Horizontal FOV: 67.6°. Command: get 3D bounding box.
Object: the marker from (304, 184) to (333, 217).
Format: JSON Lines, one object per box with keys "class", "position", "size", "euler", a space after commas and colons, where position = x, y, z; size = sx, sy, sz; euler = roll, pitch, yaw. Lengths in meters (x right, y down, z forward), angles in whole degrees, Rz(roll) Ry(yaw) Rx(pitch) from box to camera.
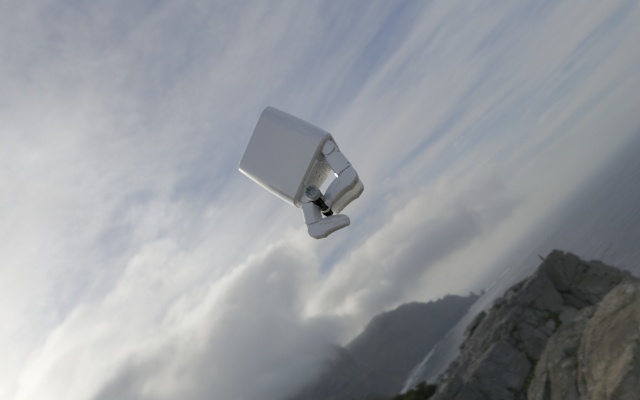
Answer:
{"class": "marker", "position": [0.000, 0.002, 0.656], "size": [0.020, 0.020, 0.121], "euler": [0, -13, 12]}
